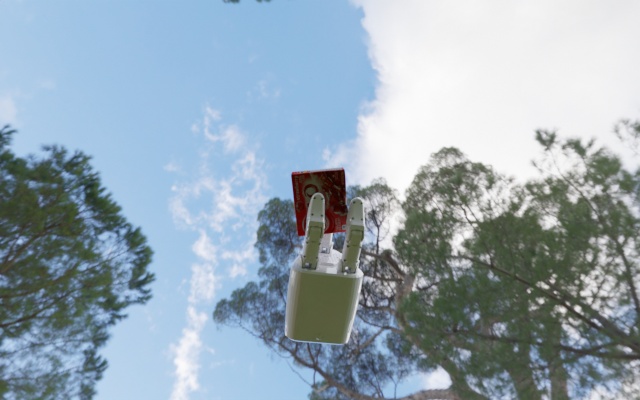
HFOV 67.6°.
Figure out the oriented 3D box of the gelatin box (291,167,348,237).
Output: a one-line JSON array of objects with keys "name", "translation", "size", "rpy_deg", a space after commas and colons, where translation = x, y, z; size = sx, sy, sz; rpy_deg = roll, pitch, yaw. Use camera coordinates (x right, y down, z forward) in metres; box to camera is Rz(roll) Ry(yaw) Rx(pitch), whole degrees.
[{"name": "gelatin box", "translation": [0.000, 0.002, 0.655], "size": [0.073, 0.089, 0.030], "rpy_deg": [-5, 11, -1]}]
